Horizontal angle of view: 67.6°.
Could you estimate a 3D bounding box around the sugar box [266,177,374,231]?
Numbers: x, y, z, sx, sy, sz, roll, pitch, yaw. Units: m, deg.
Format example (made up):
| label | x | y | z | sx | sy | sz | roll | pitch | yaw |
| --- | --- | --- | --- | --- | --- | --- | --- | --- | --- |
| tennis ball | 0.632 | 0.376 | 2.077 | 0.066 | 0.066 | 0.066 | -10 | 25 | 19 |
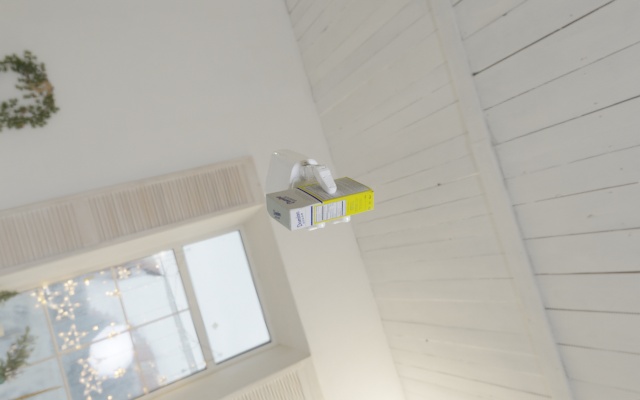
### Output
| label | x | y | z | sx | sy | sz | roll | pitch | yaw |
| --- | --- | --- | --- | --- | --- | --- | --- | --- | --- |
| sugar box | 0.000 | 0.003 | 0.861 | 0.176 | 0.048 | 0.093 | -15 | 26 | -28 |
